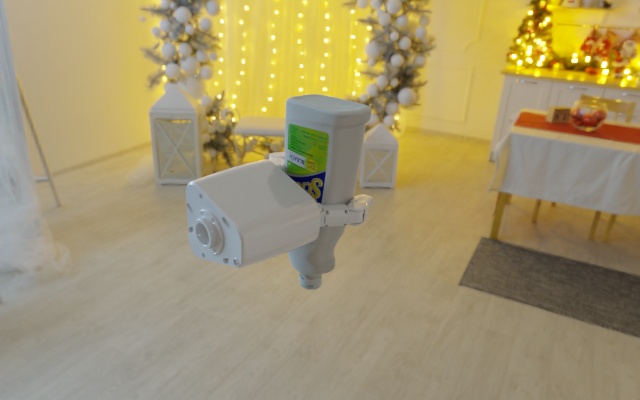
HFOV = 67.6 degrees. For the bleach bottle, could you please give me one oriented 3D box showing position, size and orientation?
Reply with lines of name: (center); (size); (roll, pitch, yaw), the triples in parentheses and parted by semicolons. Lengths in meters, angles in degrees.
bleach bottle: (0.000, 0.002, 0.595); (0.102, 0.251, 0.068); (23, 30, 37)
